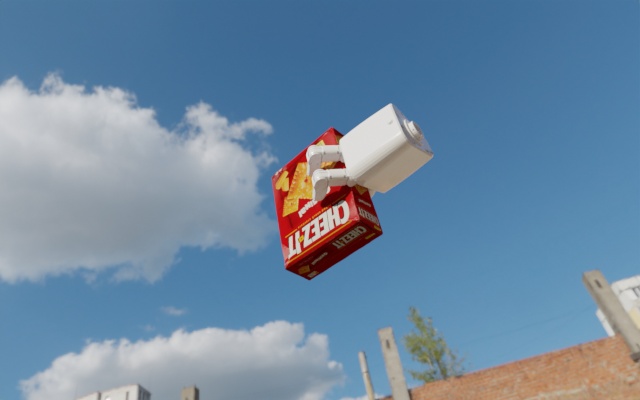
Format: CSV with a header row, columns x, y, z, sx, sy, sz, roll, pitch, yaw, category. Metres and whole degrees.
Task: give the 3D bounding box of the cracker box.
x,y,z,sx,sy,sz,roll,pitch,yaw,category
0.000,0.003,0.827,0.164,0.213,0.072,-36,-45,26,cracker box
